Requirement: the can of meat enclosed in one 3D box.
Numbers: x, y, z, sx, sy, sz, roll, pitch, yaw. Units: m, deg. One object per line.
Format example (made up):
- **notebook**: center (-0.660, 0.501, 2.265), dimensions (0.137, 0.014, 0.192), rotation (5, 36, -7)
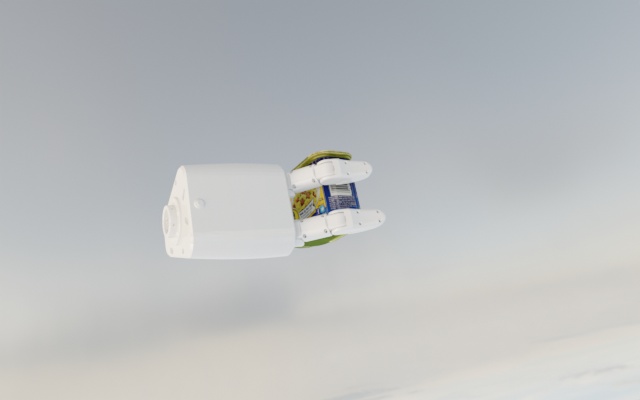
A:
- **can of meat**: center (0.000, 0.002, 0.554), dimensions (0.057, 0.084, 0.102), rotation (2, -22, -34)
